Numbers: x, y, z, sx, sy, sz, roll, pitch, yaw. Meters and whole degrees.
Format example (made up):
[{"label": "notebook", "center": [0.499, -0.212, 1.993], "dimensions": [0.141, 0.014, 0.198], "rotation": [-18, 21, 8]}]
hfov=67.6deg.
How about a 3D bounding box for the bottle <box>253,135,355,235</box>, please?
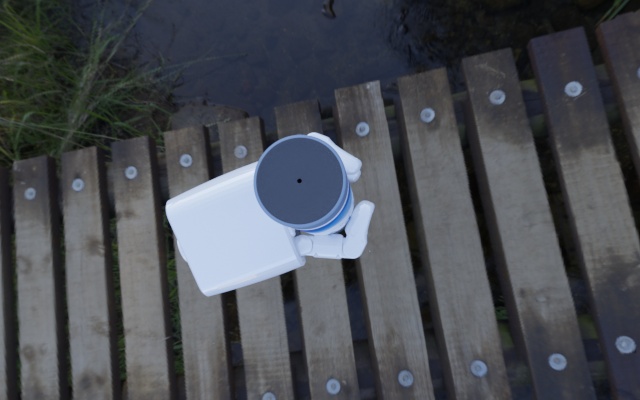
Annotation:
[{"label": "bottle", "center": [0.000, 0.002, 0.480], "dimensions": [0.069, 0.069, 0.296], "rotation": [0, -6, 6]}]
